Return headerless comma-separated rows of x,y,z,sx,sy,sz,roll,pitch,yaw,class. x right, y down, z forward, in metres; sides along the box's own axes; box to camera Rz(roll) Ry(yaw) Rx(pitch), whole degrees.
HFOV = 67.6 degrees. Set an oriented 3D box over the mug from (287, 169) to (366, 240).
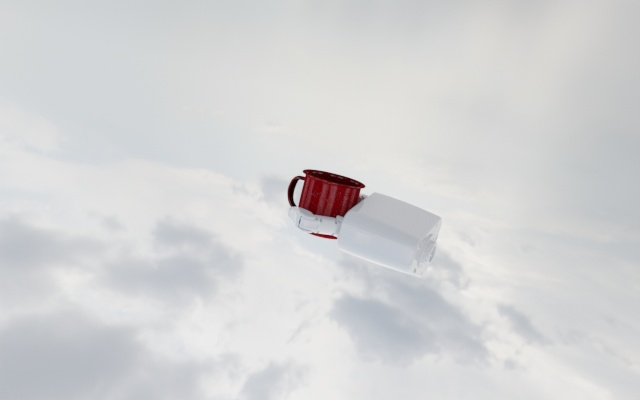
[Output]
-0.001,0.002,0.694,0.117,0.081,0.093,20,13,26,mug
